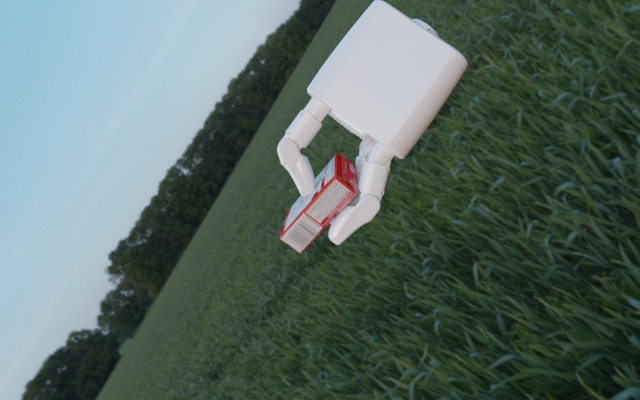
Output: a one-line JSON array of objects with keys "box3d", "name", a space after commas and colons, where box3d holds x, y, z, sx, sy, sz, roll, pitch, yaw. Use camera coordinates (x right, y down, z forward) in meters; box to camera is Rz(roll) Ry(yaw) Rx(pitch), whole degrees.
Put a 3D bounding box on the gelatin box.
[{"box3d": [-0.001, 0.002, 0.486, 0.030, 0.089, 0.073, 38, 19, -11], "name": "gelatin box"}]
